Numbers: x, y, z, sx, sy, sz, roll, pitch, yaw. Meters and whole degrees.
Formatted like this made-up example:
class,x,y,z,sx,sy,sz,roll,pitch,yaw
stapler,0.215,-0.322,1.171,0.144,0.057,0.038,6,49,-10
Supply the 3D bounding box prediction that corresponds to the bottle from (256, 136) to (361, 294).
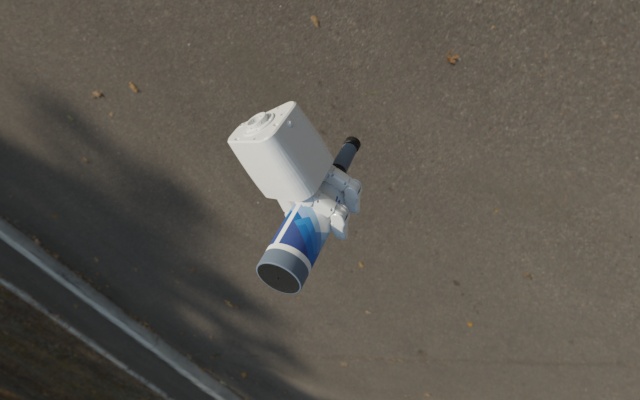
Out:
class,x,y,z,sx,sy,sz,roll,pitch,yaw
bottle,0.000,0.003,0.720,0.069,0.069,0.295,0,43,31
